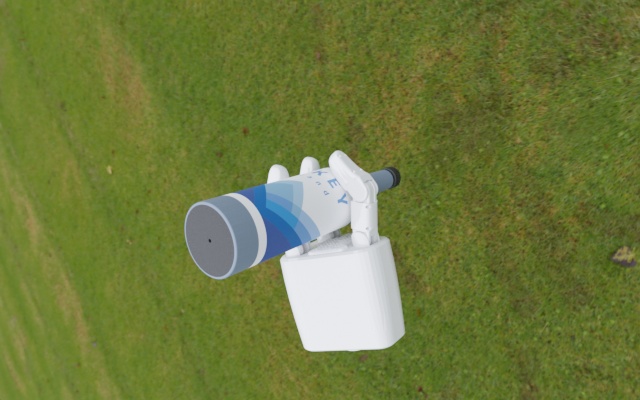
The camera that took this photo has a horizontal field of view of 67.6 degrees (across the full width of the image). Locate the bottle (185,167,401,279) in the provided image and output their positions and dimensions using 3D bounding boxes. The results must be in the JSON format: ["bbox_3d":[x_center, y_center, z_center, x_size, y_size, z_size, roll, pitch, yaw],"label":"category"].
[{"bbox_3d":[0.000,0.002,0.502,0.069,0.069,0.295,0,12,40],"label":"bottle"}]
